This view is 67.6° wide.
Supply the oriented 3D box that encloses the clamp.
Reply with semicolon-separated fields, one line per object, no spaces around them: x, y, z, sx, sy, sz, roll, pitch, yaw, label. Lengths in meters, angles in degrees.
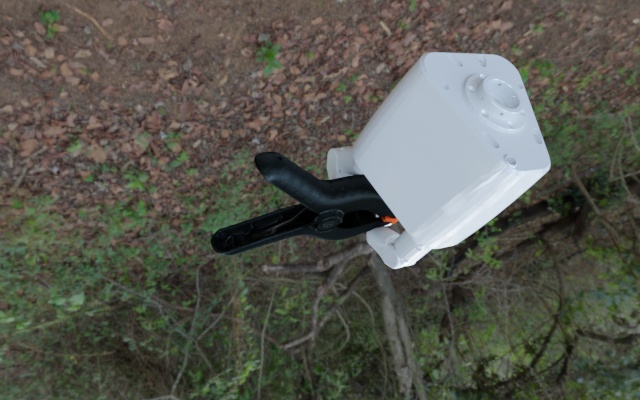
0.000;0.002;0.404;0.171;0.039;0.120;-7;-27;-27;clamp
